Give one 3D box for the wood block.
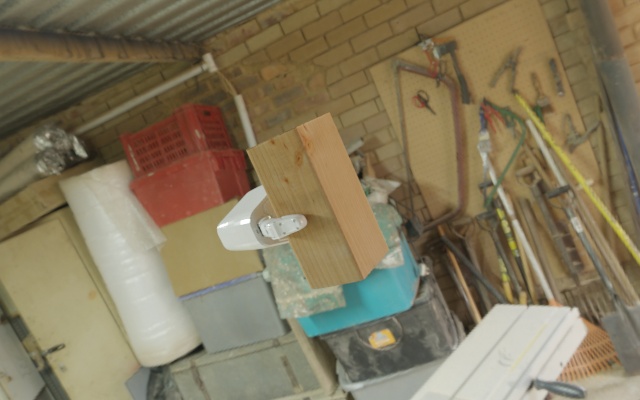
[{"bbox_3d":[0.000,0.002,0.635,0.090,0.206,0.090,-18,11,37],"label":"wood block"}]
